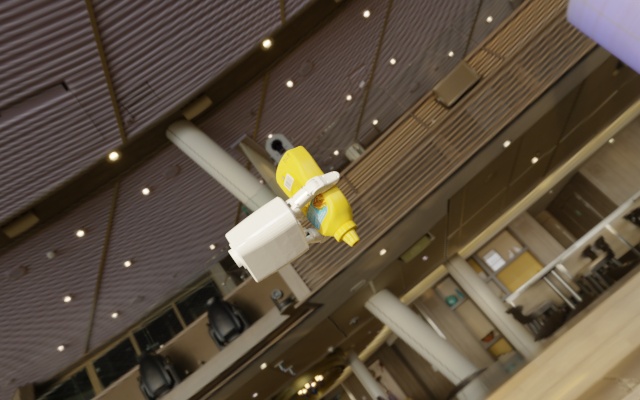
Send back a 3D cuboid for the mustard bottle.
[{"bbox_3d":[0.000,0.002,0.817,0.058,0.191,0.096,-24,-27,-33],"label":"mustard bottle"}]
